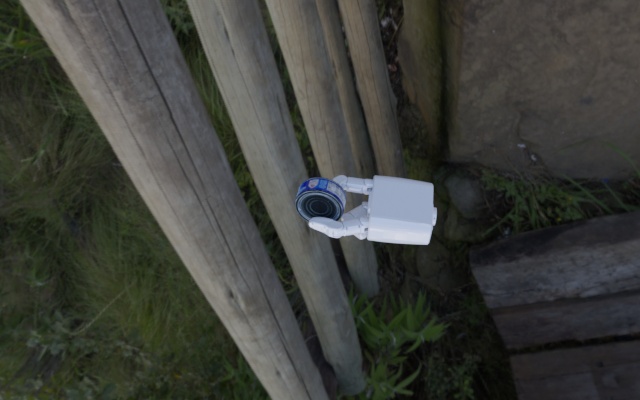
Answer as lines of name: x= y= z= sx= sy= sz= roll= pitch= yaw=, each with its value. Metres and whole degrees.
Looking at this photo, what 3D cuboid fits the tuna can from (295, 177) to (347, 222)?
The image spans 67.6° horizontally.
tuna can: x=0.000 y=0.003 z=0.818 sx=0.086 sy=0.086 sz=0.033 roll=0 pitch=43 yaw=15
